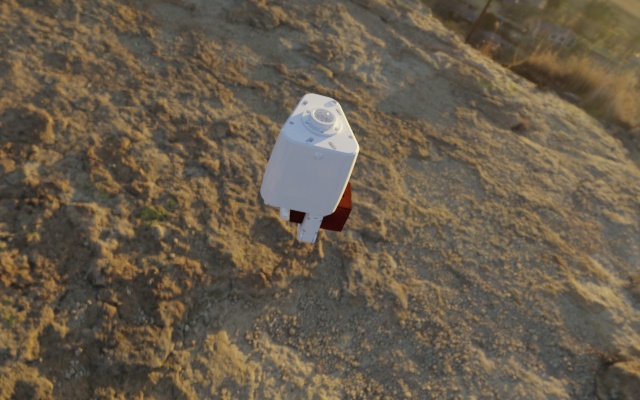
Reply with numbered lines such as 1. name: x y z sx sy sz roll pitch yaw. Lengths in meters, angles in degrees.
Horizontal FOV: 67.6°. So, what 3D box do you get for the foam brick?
1. foam brick: 0.000 0.002 0.659 0.078 0.053 0.051 12 -45 -11
